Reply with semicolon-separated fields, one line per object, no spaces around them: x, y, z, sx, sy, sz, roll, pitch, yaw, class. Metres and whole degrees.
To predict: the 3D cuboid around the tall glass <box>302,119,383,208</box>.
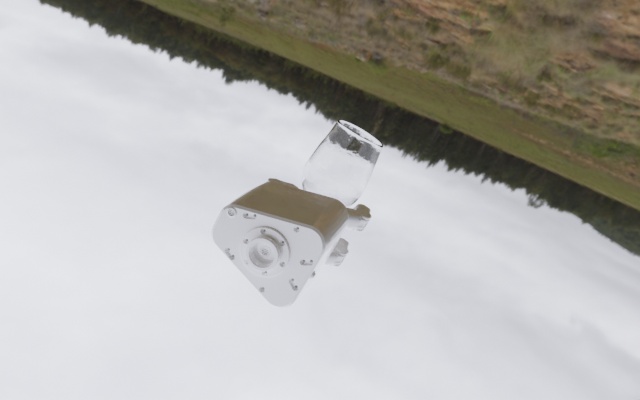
0.000;0.002;0.592;0.079;0.201;0.079;27;17;-9;tall glass
